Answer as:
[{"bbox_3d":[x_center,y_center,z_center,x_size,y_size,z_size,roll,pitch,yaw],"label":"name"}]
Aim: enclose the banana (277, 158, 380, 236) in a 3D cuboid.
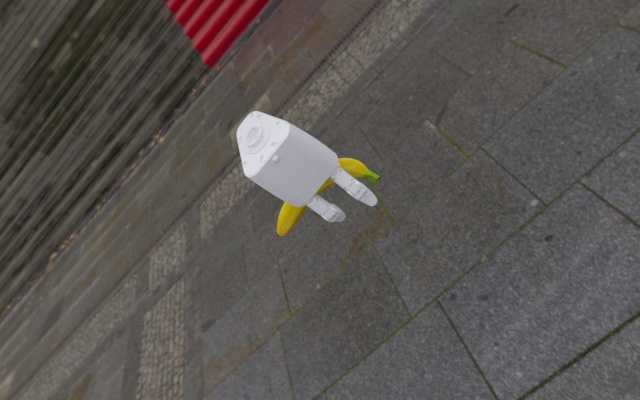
[{"bbox_3d":[-0.003,-0.015,0.771,0.198,0.069,0.037,-31,-26,22],"label":"banana"}]
